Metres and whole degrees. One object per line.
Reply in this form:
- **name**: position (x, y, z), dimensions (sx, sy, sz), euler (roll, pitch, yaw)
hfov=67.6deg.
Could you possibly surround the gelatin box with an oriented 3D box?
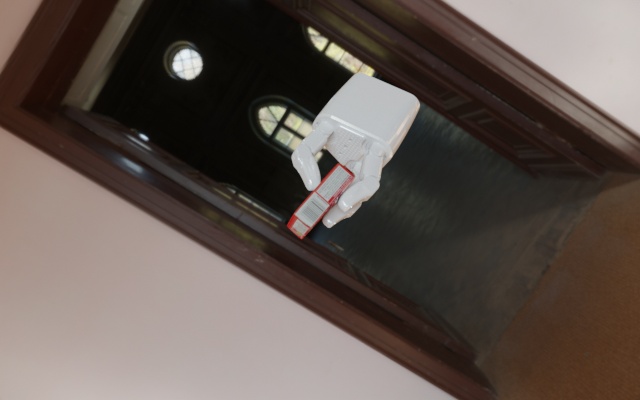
- **gelatin box**: position (0.000, 0.002, 0.595), dimensions (0.030, 0.089, 0.073), euler (41, -18, 1)
